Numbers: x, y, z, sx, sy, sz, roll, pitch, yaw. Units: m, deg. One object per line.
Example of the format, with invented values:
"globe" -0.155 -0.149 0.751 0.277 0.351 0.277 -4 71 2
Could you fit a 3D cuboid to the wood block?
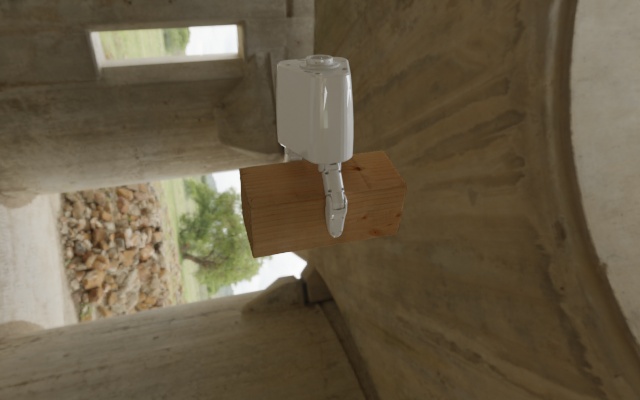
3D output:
"wood block" 0.000 0.002 0.652 0.206 0.090 0.090 -8 41 -14
